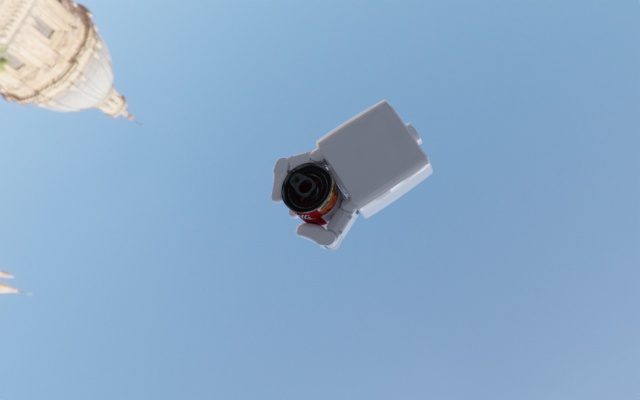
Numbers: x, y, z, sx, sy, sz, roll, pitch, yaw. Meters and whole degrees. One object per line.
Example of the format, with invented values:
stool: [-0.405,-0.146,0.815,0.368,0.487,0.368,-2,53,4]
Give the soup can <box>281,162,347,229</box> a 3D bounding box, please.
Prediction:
soup can: [0.000,0.003,0.629,0.068,0.068,0.102,0,-22,22]
